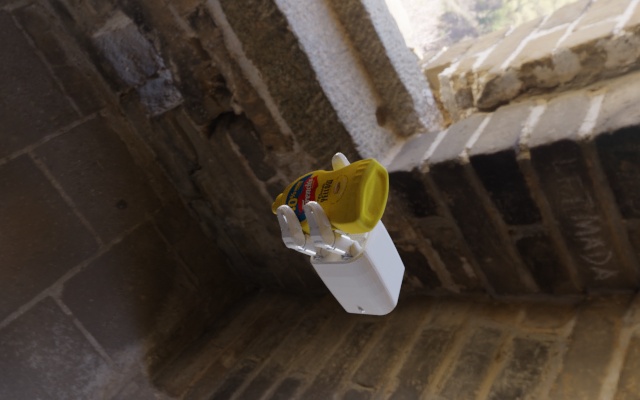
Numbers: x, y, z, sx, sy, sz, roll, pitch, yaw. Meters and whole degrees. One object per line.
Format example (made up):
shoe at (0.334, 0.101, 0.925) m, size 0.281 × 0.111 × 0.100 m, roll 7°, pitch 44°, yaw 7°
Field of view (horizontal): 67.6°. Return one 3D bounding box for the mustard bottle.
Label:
mustard bottle at (0.000, 0.002, 0.660) m, size 0.191 × 0.096 × 0.058 m, roll -8°, pitch -33°, yaw 45°
